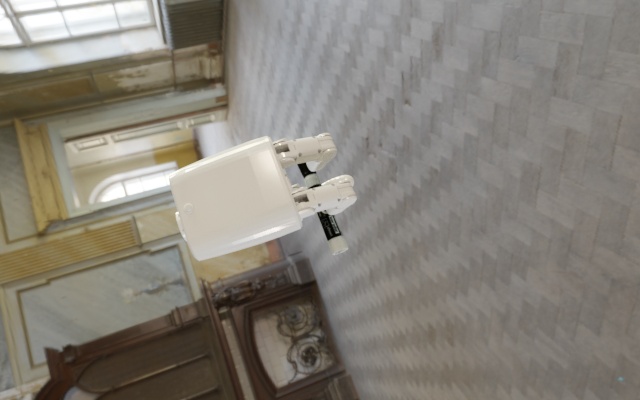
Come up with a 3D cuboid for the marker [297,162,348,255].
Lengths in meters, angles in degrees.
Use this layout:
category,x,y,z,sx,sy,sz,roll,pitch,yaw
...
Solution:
category,x,y,z,sx,sy,sz,roll,pitch,yaw
marker,0.000,0.002,0.534,0.020,0.121,0.020,-20,-15,-6
